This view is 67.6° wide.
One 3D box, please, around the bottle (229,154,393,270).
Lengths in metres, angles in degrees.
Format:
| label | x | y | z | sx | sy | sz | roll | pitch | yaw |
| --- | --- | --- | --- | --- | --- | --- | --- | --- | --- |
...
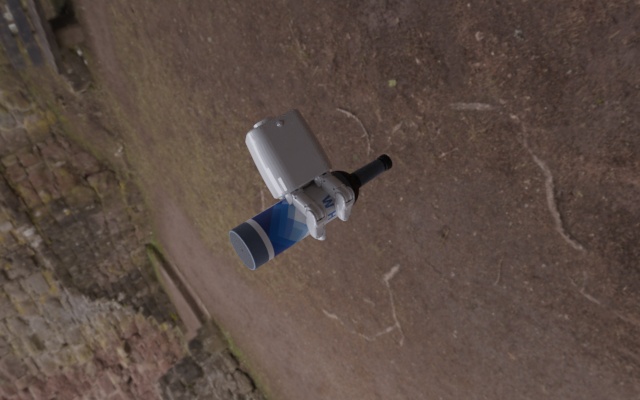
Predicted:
| label | x | y | z | sx | sy | sz | roll | pitch | yaw |
| --- | --- | --- | --- | --- | --- | --- | --- | --- | --- |
| bottle | 0.000 | 0.003 | 0.746 | 0.295 | 0.069 | 0.069 | -32 | 15 | -26 |
